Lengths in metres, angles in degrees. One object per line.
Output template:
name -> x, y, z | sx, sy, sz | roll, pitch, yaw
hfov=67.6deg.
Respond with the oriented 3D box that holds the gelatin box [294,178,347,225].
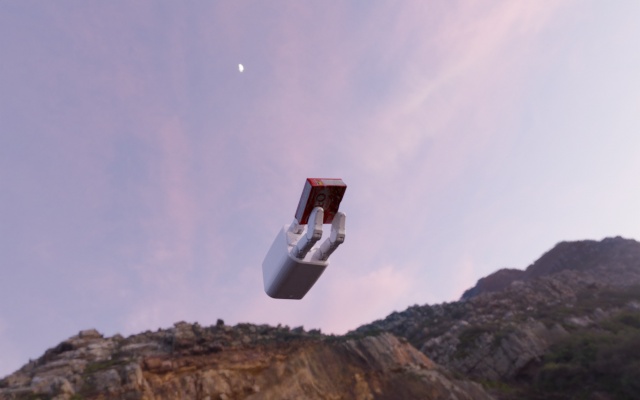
gelatin box -> 0.000, 0.002, 0.869 | 0.073, 0.089, 0.030 | 0, 35, -29
